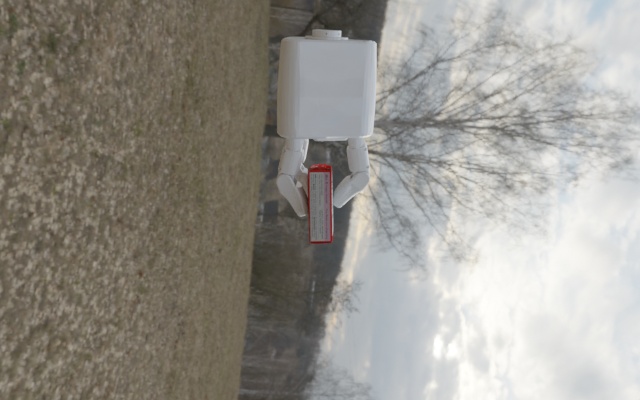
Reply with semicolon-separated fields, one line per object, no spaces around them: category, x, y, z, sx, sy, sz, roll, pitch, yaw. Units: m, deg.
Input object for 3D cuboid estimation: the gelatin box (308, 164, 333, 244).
gelatin box;0.001;0.002;0.580;0.030;0.089;0.073;-1;7;2
